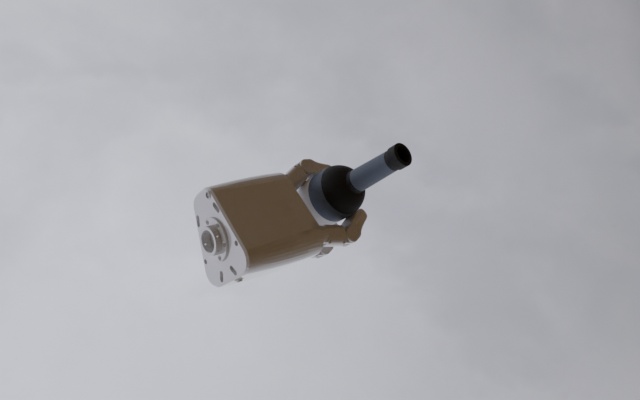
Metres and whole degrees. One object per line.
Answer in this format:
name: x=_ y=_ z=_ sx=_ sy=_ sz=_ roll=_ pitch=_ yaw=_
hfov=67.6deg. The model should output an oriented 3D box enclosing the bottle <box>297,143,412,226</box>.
bottle: x=0.000 y=0.002 z=0.618 sx=0.069 sy=0.069 sz=0.296 roll=0 pitch=-21 yaw=-40
